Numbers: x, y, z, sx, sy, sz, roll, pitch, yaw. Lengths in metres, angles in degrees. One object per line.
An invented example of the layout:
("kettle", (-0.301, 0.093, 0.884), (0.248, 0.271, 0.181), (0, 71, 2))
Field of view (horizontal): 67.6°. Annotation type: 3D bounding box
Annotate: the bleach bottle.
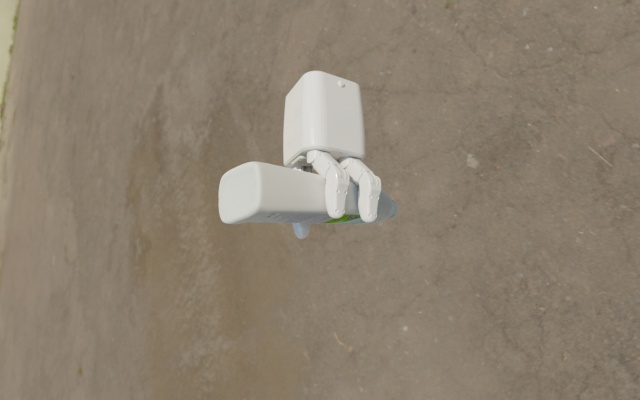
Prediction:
("bleach bottle", (0.000, 0.002, 0.636), (0.251, 0.068, 0.102), (7, -15, -38))
